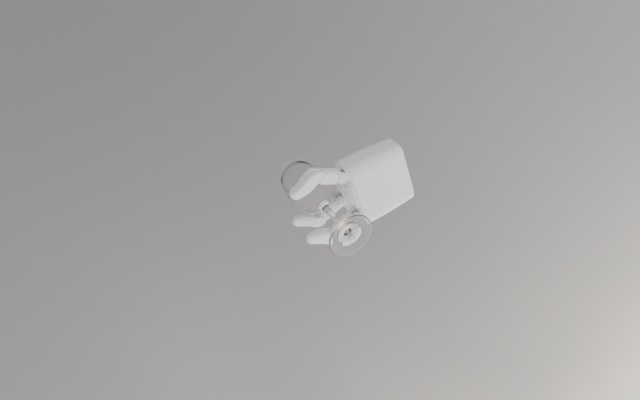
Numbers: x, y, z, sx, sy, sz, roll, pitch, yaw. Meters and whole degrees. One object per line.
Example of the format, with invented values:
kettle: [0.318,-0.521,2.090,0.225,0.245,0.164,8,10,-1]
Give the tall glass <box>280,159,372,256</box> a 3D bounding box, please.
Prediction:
tall glass: [0.000,0.003,0.788,0.079,0.079,0.201,0,30,-33]
